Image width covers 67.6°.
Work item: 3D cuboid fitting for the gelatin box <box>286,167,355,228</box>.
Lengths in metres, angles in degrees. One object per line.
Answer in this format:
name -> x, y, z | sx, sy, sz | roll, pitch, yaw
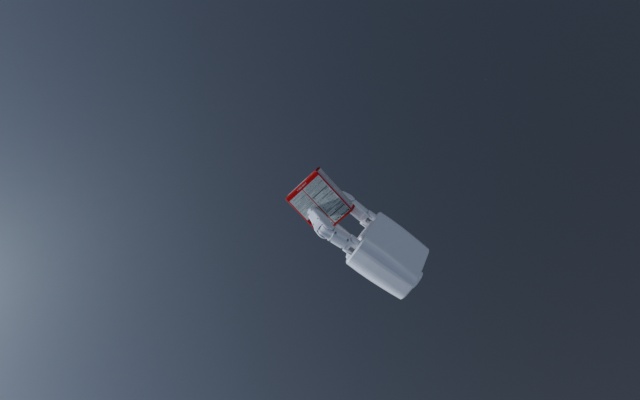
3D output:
gelatin box -> 0.000, 0.002, 0.779 | 0.073, 0.089, 0.030 | -42, 6, 21
